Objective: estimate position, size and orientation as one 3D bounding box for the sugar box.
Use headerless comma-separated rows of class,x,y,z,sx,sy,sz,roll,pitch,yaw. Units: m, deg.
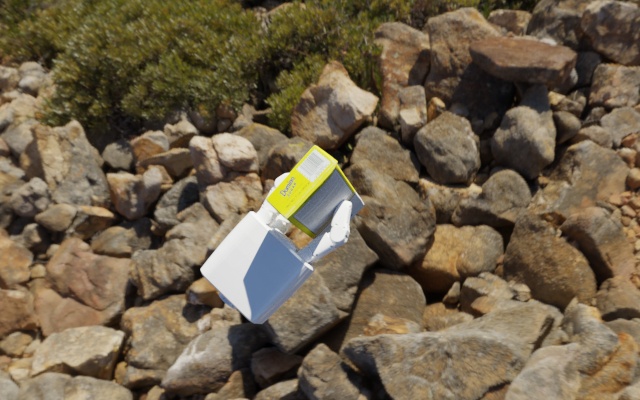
sugar box,0.000,0.002,0.650,0.048,0.093,0.176,42,-3,21
